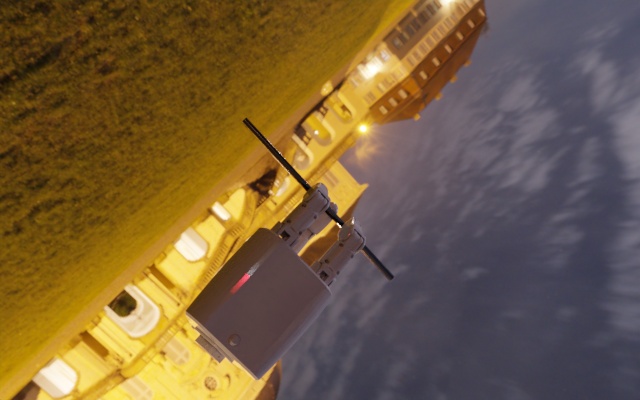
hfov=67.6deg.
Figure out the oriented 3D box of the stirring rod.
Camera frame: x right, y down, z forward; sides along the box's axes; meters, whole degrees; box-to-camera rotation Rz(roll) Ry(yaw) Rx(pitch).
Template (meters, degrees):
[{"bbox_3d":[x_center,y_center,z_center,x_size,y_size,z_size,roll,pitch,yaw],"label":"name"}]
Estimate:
[{"bbox_3d":[0.000,0.002,0.524,0.011,0.239,0.011,-41,10,9],"label":"stirring rod"}]
